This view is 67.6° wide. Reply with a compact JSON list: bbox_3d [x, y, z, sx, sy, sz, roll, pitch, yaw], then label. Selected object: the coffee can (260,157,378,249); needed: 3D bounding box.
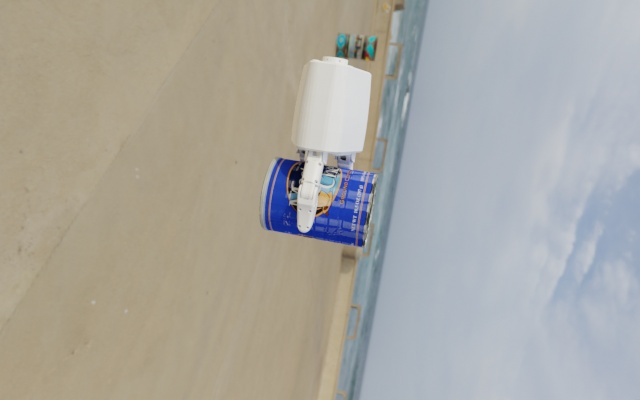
[{"bbox_3d":[0.000,0.002,0.645,0.140,0.103,0.103,10,1,8],"label":"coffee can"}]
